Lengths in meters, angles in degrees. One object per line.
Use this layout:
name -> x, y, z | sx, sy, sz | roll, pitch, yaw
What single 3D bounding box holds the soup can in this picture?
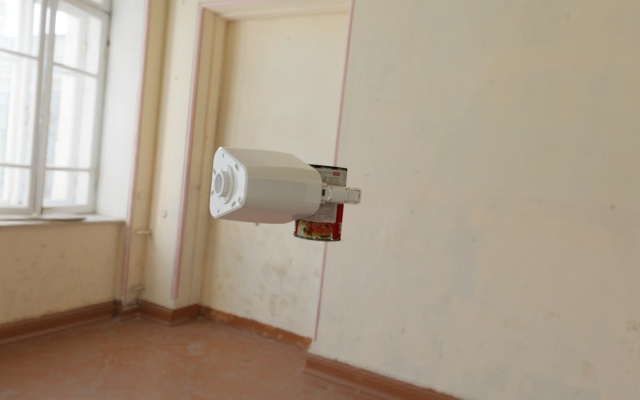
soup can -> 0.001, 0.002, 0.668 | 0.068, 0.102, 0.068 | 6, 3, 0
